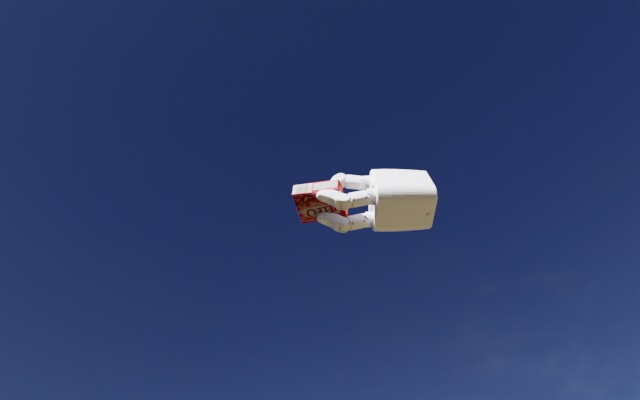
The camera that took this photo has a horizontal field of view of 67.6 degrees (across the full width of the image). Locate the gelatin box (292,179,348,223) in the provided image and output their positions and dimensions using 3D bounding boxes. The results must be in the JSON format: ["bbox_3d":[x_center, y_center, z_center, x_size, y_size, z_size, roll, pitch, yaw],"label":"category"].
[{"bbox_3d":[0.000,0.003,0.866,0.089,0.073,0.030,-7,41,12],"label":"gelatin box"}]
